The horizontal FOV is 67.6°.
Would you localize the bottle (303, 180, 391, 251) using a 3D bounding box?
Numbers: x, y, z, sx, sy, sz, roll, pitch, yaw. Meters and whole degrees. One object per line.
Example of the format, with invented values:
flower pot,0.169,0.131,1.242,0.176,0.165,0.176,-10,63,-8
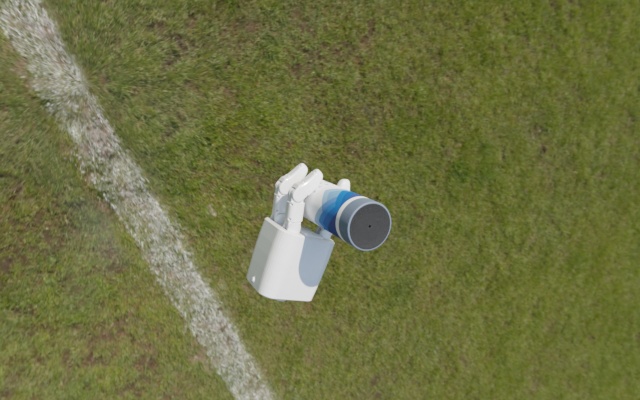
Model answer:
bottle,0.000,0.002,0.746,0.069,0.069,0.295,0,12,-27
